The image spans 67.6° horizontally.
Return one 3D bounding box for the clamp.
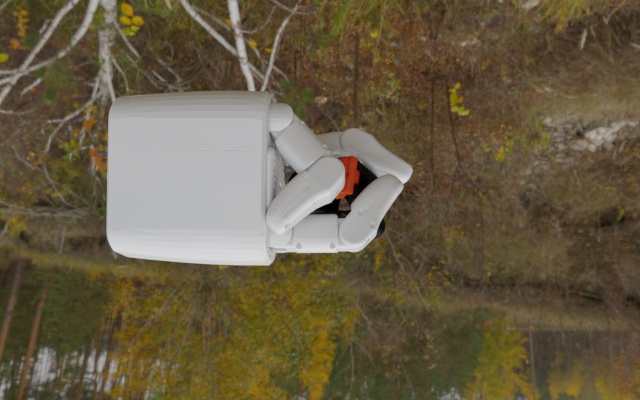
[{"bbox_3d":[0.000,0.002,0.407,0.120,0.039,0.171,1,-17,3],"label":"clamp"}]
